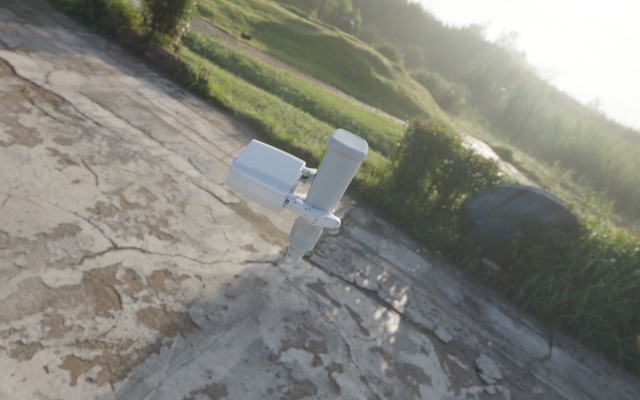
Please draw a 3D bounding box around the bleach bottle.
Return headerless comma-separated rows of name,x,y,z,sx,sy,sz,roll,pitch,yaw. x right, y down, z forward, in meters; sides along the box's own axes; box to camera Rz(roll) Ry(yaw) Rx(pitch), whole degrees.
bleach bottle,0.000,0.003,0.840,0.068,0.251,0.102,26,22,-1
